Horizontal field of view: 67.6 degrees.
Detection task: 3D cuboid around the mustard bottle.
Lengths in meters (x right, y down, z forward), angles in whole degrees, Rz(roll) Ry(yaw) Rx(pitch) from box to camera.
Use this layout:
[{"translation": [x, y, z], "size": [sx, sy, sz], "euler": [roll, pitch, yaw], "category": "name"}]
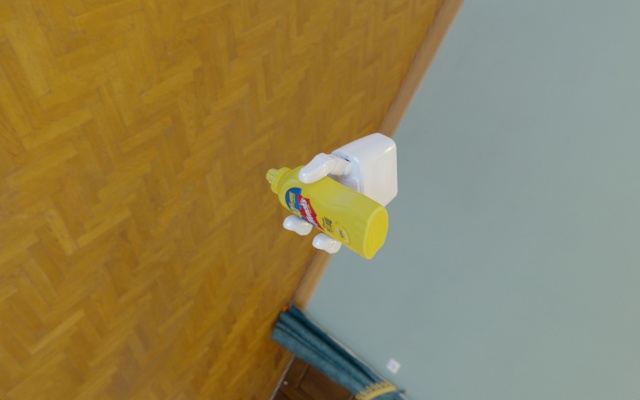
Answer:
[{"translation": [0.000, 0.002, 0.661], "size": [0.191, 0.058, 0.096], "euler": [30, -27, 27], "category": "mustard bottle"}]
